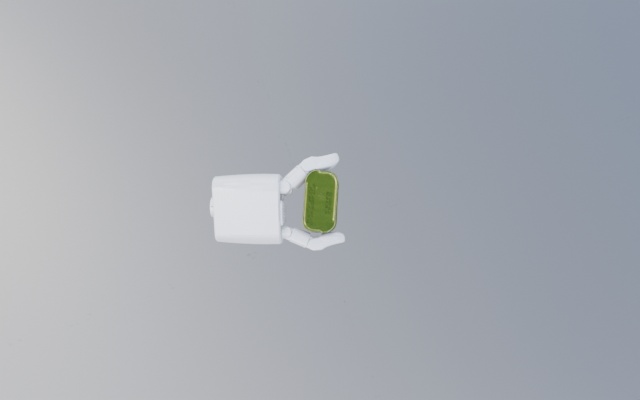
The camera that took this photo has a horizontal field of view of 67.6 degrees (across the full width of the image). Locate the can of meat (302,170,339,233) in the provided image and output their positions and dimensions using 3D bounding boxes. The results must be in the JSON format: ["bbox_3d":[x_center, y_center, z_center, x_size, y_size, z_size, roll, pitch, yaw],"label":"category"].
[{"bbox_3d":[0.000,0.003,0.768,0.057,0.102,0.084,4,-2,1],"label":"can of meat"}]
